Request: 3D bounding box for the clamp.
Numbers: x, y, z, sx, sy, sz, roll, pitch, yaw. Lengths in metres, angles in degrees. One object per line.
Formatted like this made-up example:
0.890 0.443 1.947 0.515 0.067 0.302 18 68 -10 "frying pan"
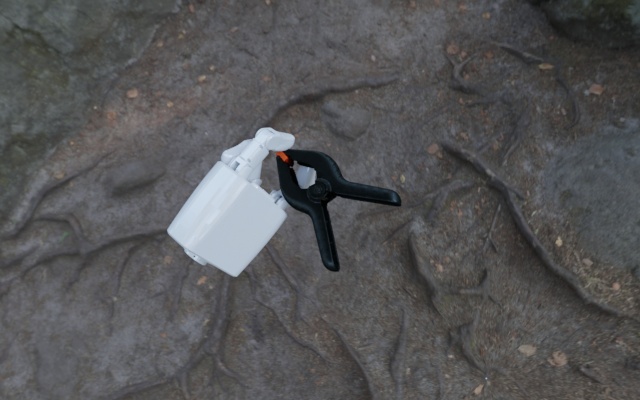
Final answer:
0.000 0.002 0.588 0.171 0.120 0.039 35 -7 26 "clamp"
